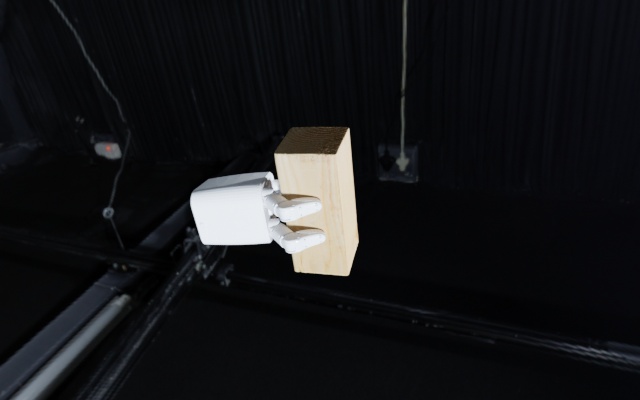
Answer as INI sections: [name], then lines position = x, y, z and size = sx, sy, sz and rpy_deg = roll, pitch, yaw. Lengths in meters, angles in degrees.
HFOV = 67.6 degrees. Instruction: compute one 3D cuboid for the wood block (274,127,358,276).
[wood block]
position = 0.000, 0.002, 0.717
size = 0.090, 0.206, 0.090
rpy_deg = 2, 33, 14
